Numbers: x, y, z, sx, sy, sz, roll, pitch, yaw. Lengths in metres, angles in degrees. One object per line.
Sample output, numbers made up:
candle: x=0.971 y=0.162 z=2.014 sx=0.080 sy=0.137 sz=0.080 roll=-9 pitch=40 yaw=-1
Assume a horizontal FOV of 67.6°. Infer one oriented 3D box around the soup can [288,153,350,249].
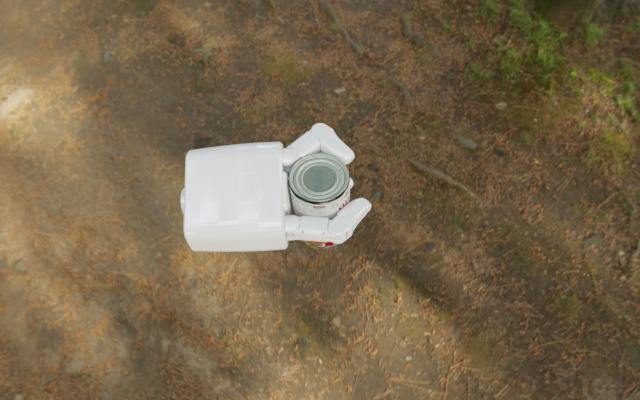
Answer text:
soup can: x=0.001 y=0.002 z=0.548 sx=0.068 sy=0.068 sz=0.102 roll=0 pitch=-33 yaw=3
